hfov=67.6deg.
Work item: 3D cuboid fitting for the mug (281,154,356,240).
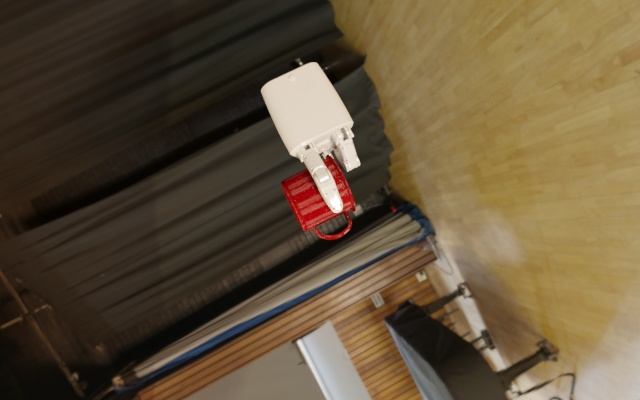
[{"bbox_3d":[0.001,0.004,0.692,0.081,0.117,0.093,-26,-10,-6],"label":"mug"}]
